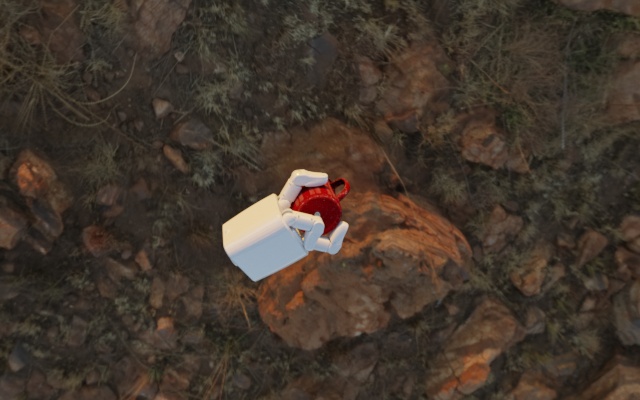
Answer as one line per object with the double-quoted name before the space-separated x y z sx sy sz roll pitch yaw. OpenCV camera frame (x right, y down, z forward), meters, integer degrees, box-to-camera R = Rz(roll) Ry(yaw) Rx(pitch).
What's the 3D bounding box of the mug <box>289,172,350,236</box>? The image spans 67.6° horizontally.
"mug" 0.001 0.002 0.826 0.117 0.093 0.081 -31 29 4
